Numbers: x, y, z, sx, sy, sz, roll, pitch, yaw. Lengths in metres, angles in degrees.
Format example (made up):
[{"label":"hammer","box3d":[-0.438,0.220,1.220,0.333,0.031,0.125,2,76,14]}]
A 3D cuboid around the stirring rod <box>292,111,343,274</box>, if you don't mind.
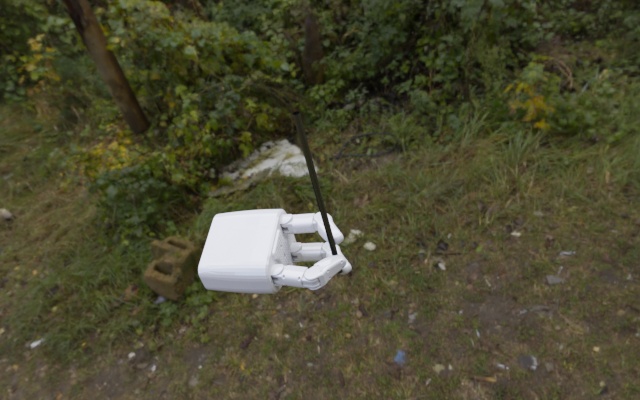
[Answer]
[{"label":"stirring rod","box3d":[0.000,0.002,0.574,0.011,0.240,0.011,-10,36,7]}]
